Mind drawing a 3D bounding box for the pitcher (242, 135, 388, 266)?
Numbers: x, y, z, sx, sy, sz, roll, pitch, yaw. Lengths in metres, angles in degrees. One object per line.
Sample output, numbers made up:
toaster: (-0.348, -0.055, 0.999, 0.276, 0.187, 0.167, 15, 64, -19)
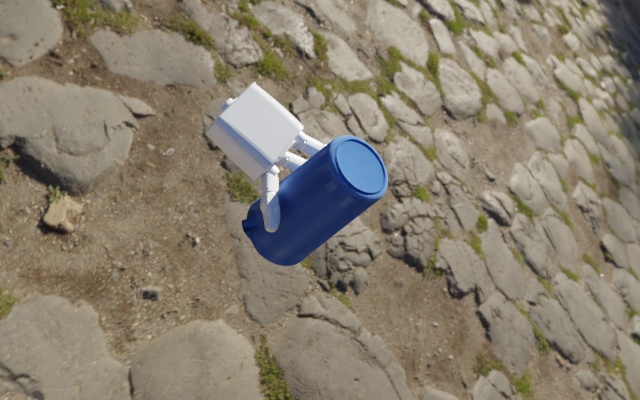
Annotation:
pitcher: (0.000, 0.002, 0.761, 0.243, 0.145, 0.149, -38, 12, 46)
